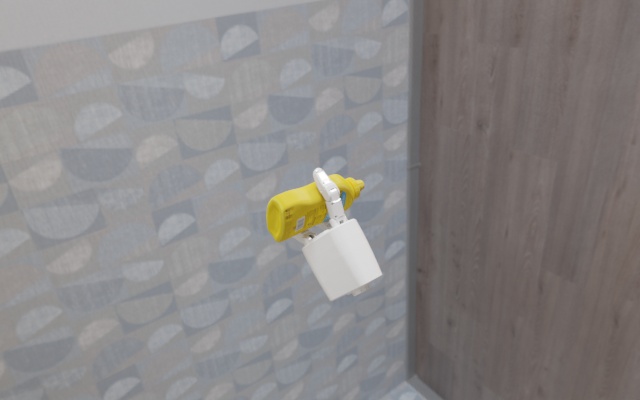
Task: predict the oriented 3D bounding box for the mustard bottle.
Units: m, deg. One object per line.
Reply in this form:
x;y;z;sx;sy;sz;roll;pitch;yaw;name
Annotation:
0.000;0.003;0.839;0.191;0.096;0.058;-22;55;-29;mustard bottle
